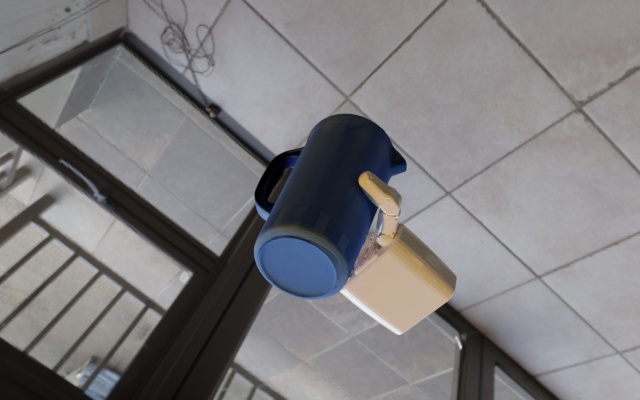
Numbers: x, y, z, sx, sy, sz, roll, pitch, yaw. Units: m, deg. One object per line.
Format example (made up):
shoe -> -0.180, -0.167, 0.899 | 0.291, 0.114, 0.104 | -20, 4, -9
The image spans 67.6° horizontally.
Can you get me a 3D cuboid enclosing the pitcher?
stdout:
pitcher -> 0.000, 0.002, 0.601 | 0.149, 0.145, 0.242 | -39, 16, 38
